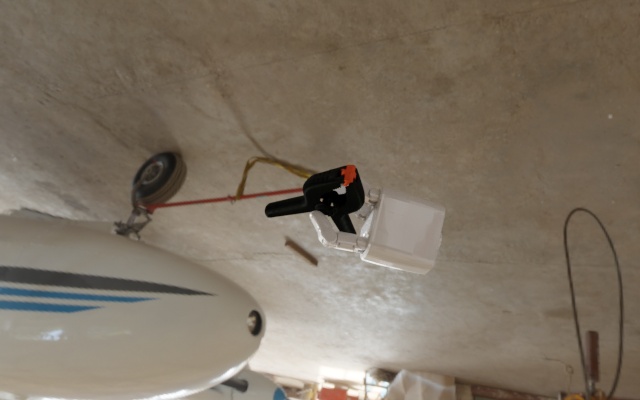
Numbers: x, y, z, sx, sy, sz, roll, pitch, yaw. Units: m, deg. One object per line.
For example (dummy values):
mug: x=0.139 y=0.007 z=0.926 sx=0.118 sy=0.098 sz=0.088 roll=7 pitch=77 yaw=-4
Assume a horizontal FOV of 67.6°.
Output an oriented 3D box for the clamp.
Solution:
clamp: x=0.000 y=0.003 z=0.741 sx=0.164 sy=0.036 sz=0.210 roll=14 pitch=-28 yaw=-5
